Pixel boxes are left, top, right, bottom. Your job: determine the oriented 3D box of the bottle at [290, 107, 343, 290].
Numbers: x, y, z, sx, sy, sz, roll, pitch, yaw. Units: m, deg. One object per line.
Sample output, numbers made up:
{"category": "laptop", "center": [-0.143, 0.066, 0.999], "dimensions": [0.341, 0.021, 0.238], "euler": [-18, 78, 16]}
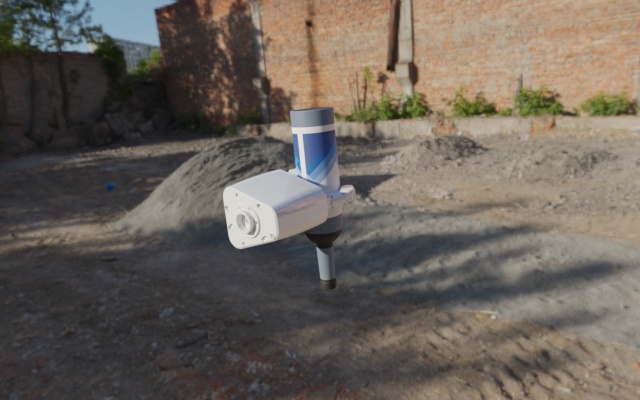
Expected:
{"category": "bottle", "center": [0.000, 0.002, 0.765], "dimensions": [0.069, 0.296, 0.069], "euler": [-5, 14, 1]}
